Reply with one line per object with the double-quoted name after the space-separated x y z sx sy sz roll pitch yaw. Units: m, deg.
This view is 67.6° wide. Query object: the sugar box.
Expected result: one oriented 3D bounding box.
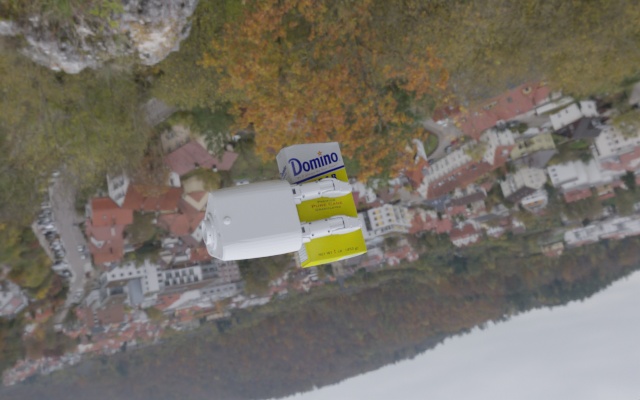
0.000 0.002 0.703 0.093 0.176 0.048 -8 -13 -24 "sugar box"
